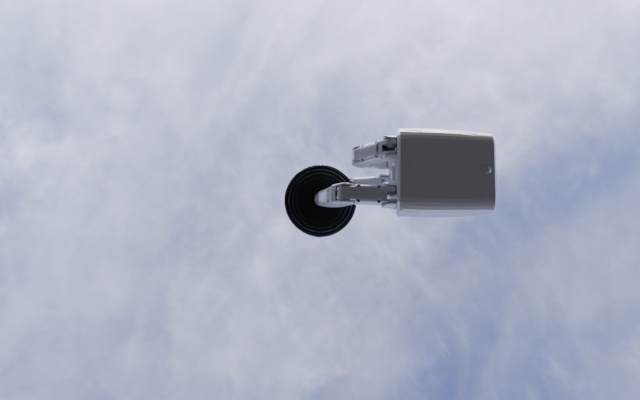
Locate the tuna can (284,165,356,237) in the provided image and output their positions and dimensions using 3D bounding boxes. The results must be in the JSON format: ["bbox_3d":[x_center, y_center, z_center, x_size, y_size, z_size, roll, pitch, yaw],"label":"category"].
[{"bbox_3d":[0.000,0.002,0.581,0.086,0.086,0.034,0,-7,0],"label":"tuna can"}]
